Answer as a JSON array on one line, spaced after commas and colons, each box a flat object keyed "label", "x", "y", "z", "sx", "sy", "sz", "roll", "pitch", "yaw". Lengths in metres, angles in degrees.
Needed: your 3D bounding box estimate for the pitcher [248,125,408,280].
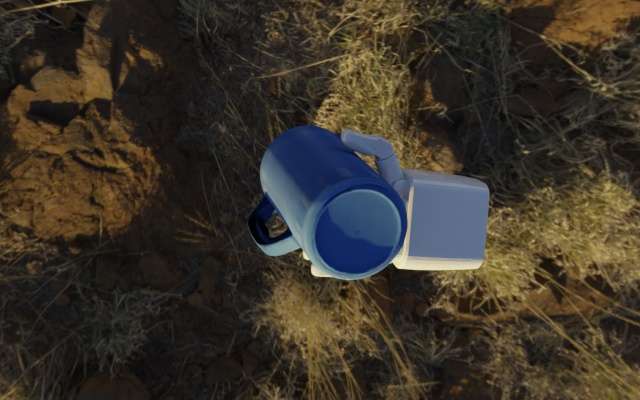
[{"label": "pitcher", "x": 0.000, "y": 0.002, "z": 0.565, "sx": 0.145, "sy": 0.149, "sz": 0.242, "roll": 5, "pitch": 16, "yaw": -15}]
